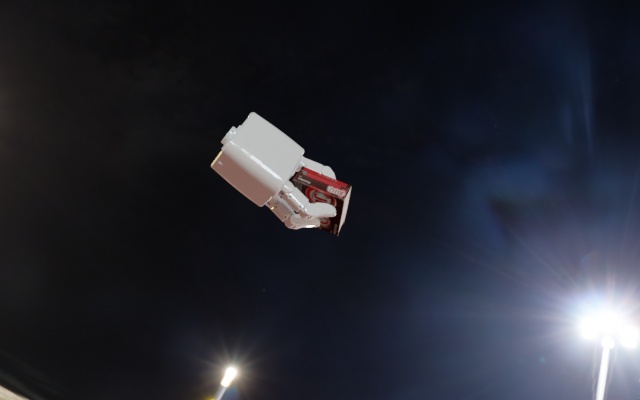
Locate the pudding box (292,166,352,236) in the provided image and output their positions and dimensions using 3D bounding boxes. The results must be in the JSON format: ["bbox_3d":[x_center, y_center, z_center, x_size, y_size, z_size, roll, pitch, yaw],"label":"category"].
[{"bbox_3d":[0.000,0.002,0.801,0.090,0.039,0.114,23,-31,12],"label":"pudding box"}]
